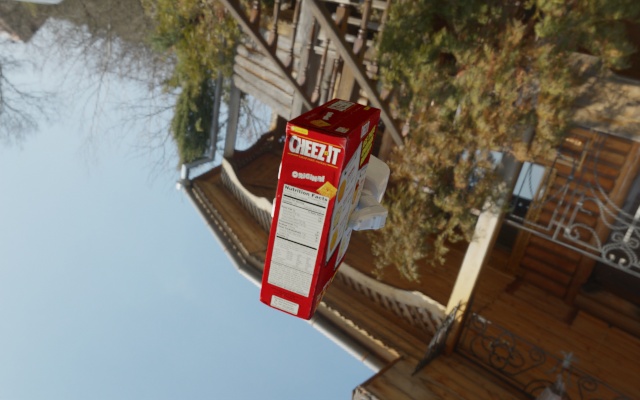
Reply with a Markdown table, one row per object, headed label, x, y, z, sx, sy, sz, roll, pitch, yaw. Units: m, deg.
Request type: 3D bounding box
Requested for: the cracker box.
| label | x | y | z | sx | sy | sz | roll | pitch | yaw |
| --- | --- | --- | --- | --- | --- | --- | --- | --- | --- |
| cracker box | 0.000 | 0.002 | 0.556 | 0.072 | 0.214 | 0.164 | 16 | 24 | 12 |
